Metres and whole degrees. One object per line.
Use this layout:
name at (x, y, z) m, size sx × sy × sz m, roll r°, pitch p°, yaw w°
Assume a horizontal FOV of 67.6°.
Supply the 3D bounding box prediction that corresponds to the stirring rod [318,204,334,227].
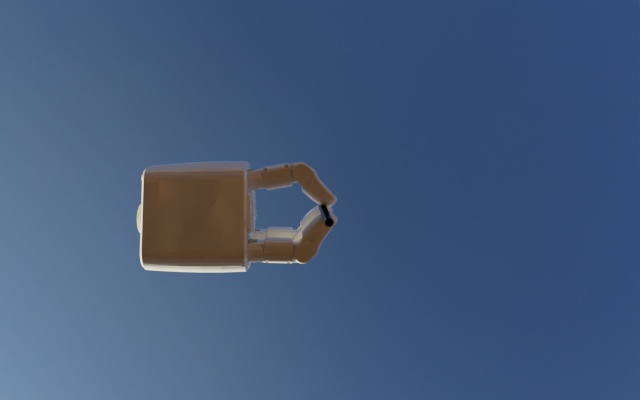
stirring rod at (0.000, 0.002, 0.549) m, size 0.011 × 0.011 × 0.239 m, roll 0°, pitch 9°, yaw -4°
